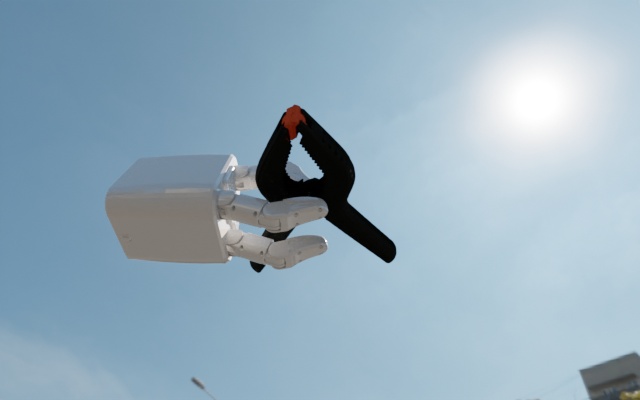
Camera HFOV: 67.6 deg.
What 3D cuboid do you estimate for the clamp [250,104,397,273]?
[{"bbox_3d":[0.000,0.001,0.478,0.164,0.210,0.036,-1,43,1],"label":"clamp"}]
